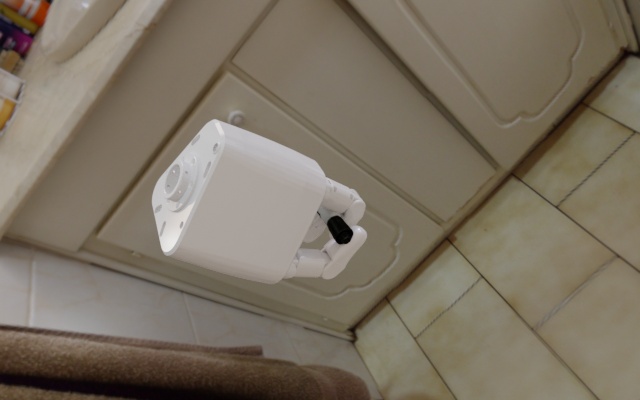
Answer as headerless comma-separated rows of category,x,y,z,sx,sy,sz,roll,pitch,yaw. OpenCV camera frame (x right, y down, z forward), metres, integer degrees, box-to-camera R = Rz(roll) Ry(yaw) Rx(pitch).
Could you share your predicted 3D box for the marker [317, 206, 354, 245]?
marker,0.000,0.002,0.473,0.020,0.020,0.121,0,35,-29
